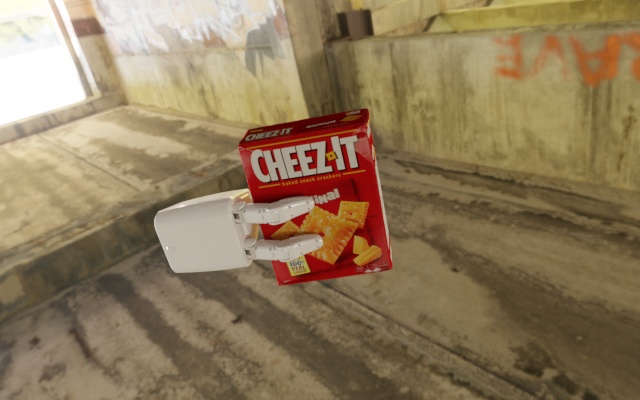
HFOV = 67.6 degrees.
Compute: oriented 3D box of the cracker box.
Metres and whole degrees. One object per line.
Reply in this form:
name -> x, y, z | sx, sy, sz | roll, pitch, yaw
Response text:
cracker box -> 0.000, 0.002, 0.635 | 0.164, 0.214, 0.072 | -9, 25, 9
